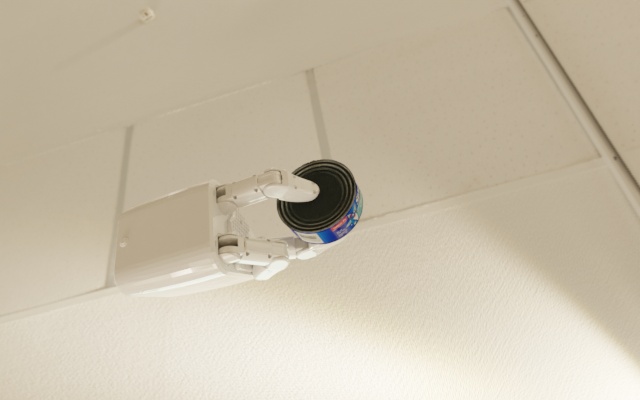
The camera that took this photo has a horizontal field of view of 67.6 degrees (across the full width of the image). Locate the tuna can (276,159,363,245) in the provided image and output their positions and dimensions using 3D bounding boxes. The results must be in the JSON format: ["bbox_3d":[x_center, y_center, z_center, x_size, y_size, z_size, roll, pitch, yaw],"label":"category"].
[{"bbox_3d":[0.000,0.002,0.494,0.086,0.086,0.034,0,-30,24],"label":"tuna can"}]
